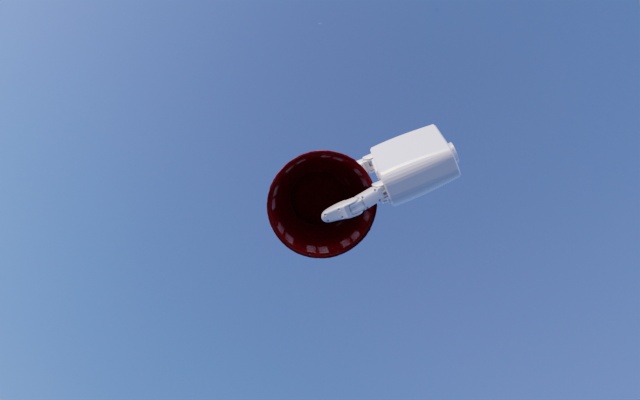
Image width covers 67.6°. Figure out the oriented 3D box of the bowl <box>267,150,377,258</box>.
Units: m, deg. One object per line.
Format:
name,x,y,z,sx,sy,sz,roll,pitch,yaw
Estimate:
bowl,-0.001,0.003,0.716,0.162,0.162,0.055,0,13,-8
